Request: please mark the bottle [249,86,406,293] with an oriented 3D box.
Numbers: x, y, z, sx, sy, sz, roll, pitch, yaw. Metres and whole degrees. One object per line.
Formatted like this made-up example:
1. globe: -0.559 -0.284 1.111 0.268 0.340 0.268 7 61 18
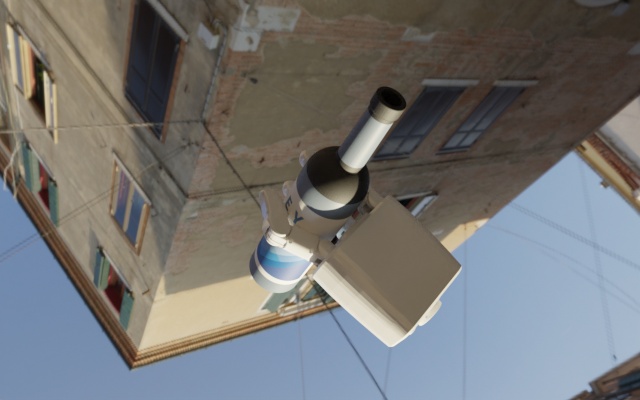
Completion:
1. bottle: 0.000 0.002 0.487 0.069 0.069 0.296 0 -34 -28
